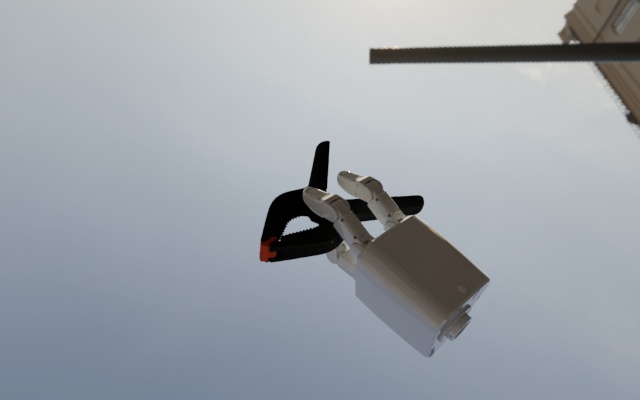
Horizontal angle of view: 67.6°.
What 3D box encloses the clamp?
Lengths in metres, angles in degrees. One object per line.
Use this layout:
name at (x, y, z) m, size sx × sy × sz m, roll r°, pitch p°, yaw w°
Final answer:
clamp at (0.000, 0.003, 0.567) m, size 0.210 × 0.036 × 0.164 m, roll -29°, pitch 54°, yaw -34°
